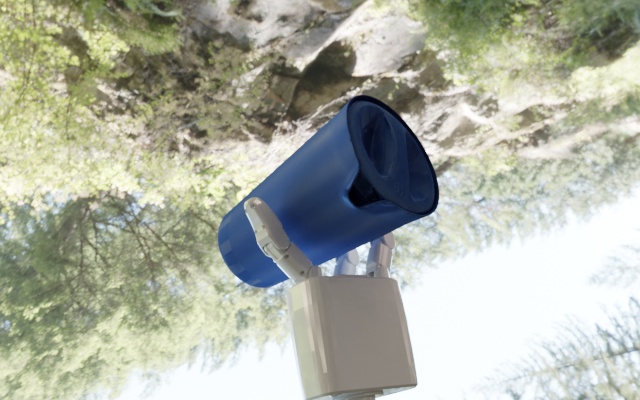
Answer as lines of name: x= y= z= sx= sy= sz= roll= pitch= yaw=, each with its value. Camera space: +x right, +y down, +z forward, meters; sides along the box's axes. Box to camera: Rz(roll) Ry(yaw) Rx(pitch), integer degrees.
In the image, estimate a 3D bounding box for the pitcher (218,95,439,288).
pitcher: x=0.000 y=0.002 z=0.530 sx=0.149 sy=0.145 sz=0.243 roll=15 pitch=-37 yaw=-42
